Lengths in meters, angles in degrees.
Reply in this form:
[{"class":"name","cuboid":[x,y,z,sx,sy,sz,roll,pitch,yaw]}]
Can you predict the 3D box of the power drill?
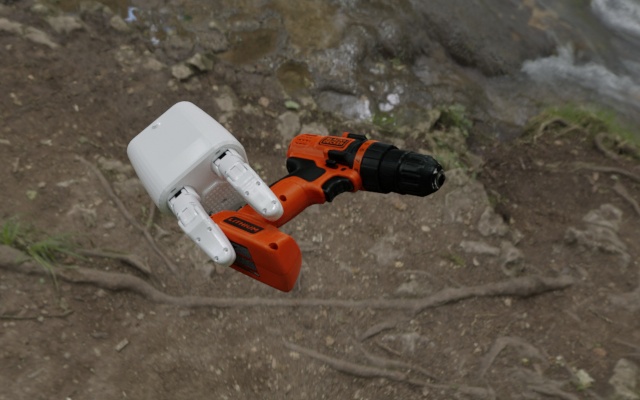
[{"class":"power drill","cuboid":[0.000,0.002,0.455,0.184,0.057,0.187,13,42,40]}]
